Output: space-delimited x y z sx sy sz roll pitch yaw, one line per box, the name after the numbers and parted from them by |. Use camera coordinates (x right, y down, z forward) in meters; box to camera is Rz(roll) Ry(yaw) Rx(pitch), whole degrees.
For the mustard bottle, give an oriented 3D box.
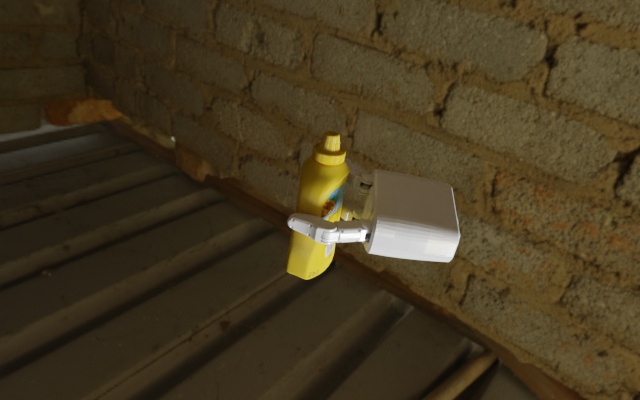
0.000 0.002 0.619 0.058 0.192 0.096 20 31 17 | mustard bottle
